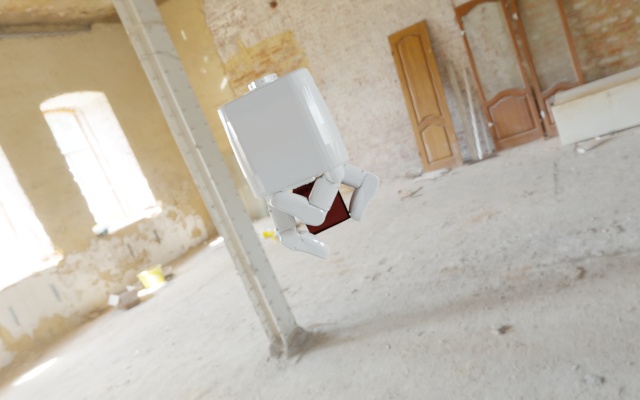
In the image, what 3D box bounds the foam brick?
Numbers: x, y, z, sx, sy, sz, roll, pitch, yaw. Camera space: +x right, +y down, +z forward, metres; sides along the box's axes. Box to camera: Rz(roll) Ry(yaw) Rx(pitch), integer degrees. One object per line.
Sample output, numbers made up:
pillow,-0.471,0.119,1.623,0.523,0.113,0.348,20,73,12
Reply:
foam brick,0.000,0.002,0.573,0.053,0.051,0.078,-26,10,0
